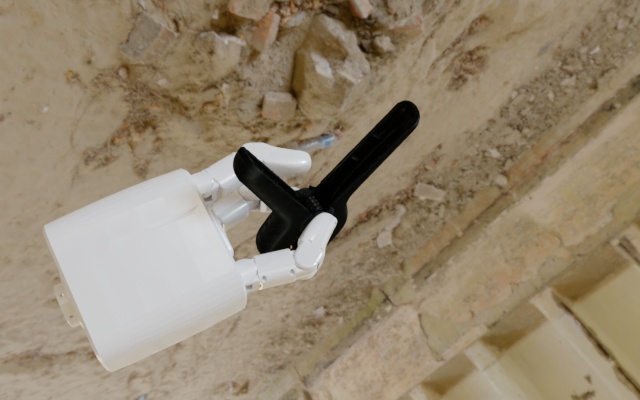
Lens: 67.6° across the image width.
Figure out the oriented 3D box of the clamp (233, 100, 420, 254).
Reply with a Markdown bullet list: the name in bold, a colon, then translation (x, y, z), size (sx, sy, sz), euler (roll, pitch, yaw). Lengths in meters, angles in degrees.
- **clamp**: translation (0.000, 0.002, 0.424), size (0.164, 0.036, 0.210), euler (-23, -28, -23)
